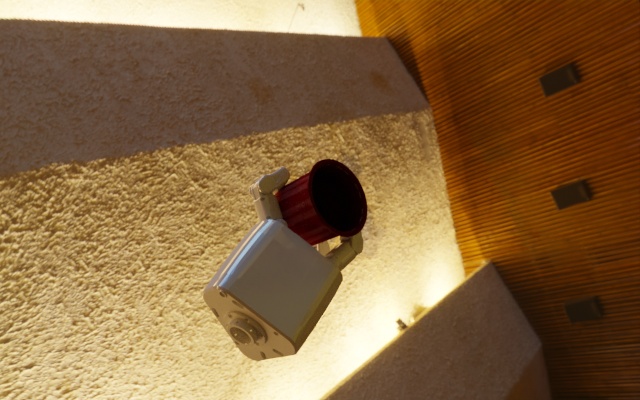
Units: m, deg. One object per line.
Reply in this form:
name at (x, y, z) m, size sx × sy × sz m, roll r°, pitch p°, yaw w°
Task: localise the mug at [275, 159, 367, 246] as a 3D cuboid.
mug at (0.001, 0.001, 0.573) m, size 0.081 × 0.093 × 0.117 m, roll -25°, pitch 19°, yaw 42°
